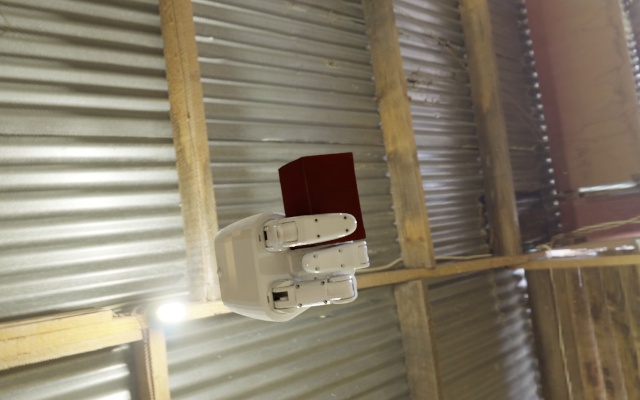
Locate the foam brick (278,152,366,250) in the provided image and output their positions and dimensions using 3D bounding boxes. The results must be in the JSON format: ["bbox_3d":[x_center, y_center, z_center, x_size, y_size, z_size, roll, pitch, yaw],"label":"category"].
[{"bbox_3d":[0.000,0.001,0.424,0.053,0.078,0.051,-6,-5,-29],"label":"foam brick"}]
